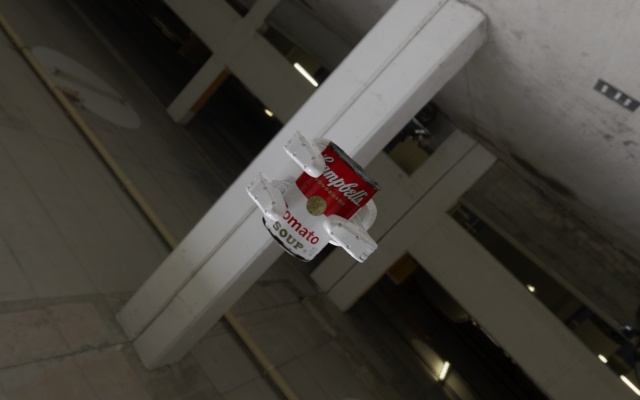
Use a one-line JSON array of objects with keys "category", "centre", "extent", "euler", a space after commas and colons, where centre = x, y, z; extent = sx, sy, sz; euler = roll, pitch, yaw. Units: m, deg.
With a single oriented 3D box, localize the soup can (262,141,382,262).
[{"category": "soup can", "centre": [0.000, 0.002, 0.468], "extent": [0.068, 0.102, 0.068], "euler": [42, 9, -9]}]
